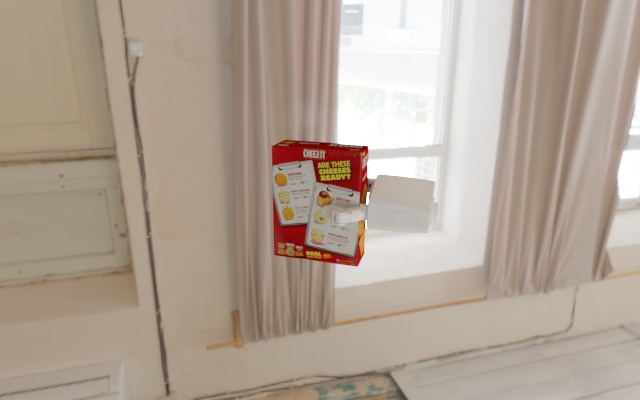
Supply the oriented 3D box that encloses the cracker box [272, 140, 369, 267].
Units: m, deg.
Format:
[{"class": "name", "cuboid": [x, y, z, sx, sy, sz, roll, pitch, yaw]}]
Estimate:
[{"class": "cracker box", "cuboid": [0.000, 0.003, 0.871, 0.164, 0.214, 0.072, 6, 20, 15]}]
